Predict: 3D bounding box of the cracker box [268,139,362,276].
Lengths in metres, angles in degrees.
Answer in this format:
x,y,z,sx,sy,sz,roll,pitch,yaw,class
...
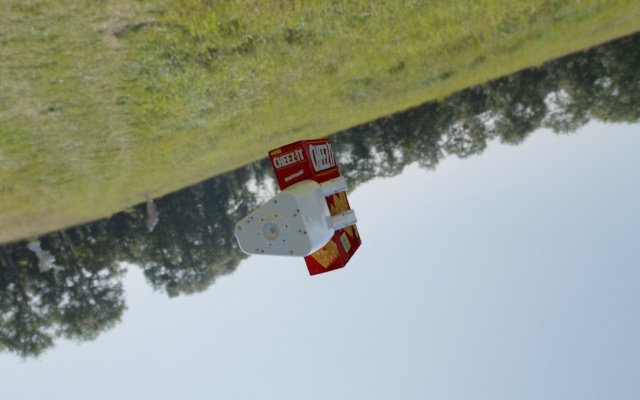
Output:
x,y,z,sx,sy,sz,roll,pitch,yaw,class
0.000,0.003,0.829,0.072,0.214,0.164,-17,3,17,cracker box
